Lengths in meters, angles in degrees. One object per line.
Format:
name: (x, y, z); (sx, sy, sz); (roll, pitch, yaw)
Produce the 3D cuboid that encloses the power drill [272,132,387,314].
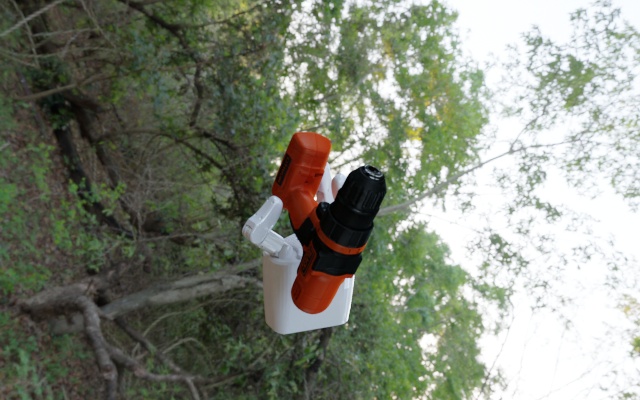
power drill: (0.000, 0.002, 0.530); (0.057, 0.184, 0.187); (11, 34, -23)
